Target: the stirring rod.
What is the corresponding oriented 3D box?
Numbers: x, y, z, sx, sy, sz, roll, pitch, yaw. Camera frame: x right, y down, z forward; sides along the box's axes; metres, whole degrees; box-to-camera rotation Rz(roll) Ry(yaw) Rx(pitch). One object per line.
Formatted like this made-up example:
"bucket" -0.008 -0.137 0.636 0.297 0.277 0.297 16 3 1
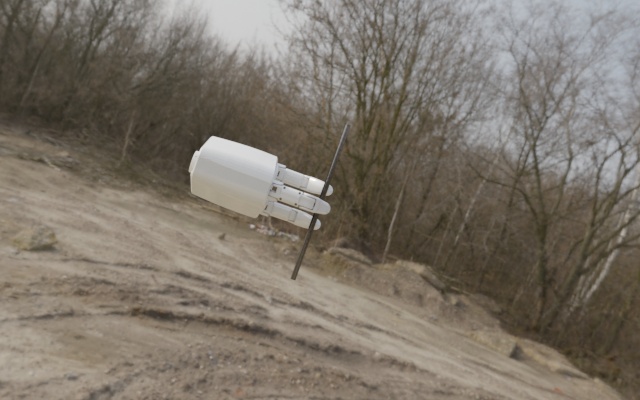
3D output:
"stirring rod" 0.000 0.002 0.700 0.011 0.239 0.011 20 -1 0
